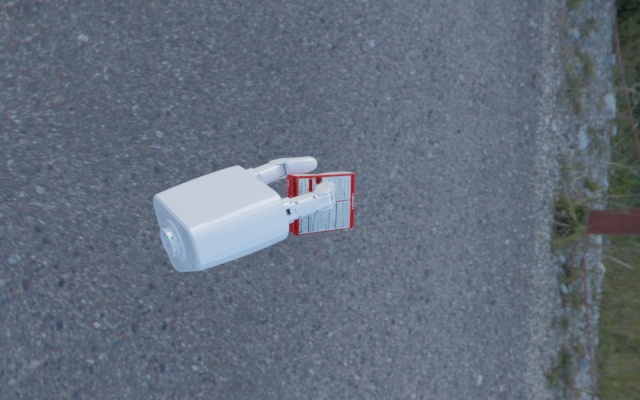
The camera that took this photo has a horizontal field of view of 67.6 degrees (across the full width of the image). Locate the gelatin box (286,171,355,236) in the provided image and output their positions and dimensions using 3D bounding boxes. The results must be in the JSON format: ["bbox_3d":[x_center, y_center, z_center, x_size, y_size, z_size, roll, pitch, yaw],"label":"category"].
[{"bbox_3d":[0.001,0.002,0.604,0.089,0.073,0.030,-5,11,-31],"label":"gelatin box"}]
